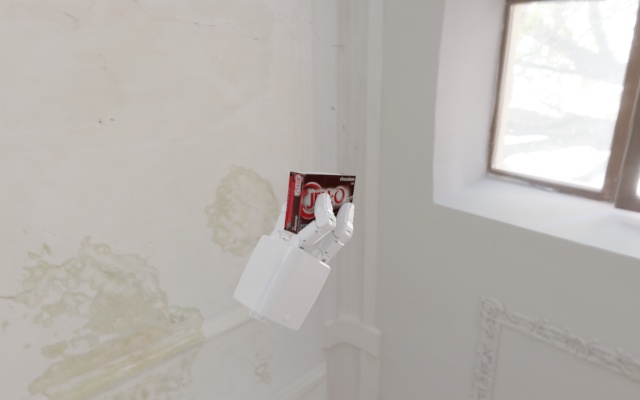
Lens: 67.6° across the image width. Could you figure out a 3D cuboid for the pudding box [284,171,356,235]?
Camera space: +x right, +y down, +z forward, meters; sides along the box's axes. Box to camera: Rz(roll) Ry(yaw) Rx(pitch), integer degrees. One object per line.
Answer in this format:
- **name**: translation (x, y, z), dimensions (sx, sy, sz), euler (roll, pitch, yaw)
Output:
- **pudding box**: translation (0.000, 0.002, 0.723), dimensions (0.039, 0.090, 0.113), euler (16, 12, 42)
